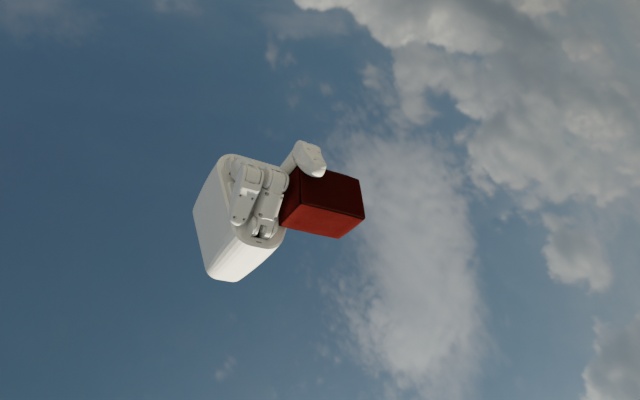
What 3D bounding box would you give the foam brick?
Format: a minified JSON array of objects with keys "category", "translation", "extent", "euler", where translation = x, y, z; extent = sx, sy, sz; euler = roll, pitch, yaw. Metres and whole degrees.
[{"category":"foam brick","translation":[0.000,0.002,0.515],"extent":[0.078,0.053,0.051],"euler":[15,-38,-26]}]
